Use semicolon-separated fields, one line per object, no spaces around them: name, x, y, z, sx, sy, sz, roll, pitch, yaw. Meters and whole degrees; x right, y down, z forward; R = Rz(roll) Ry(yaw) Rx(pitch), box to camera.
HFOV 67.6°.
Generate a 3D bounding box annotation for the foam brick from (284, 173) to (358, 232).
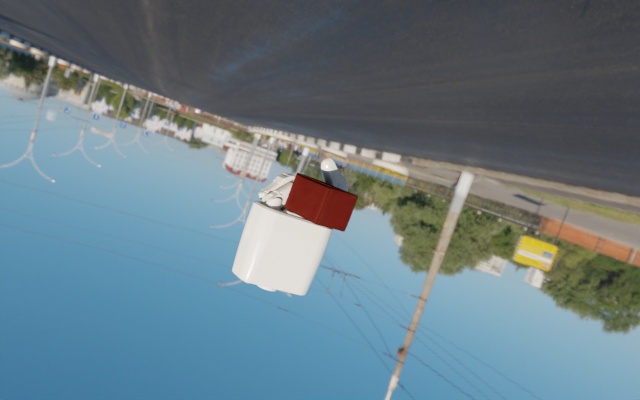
foam brick;0.000;0.002;0.627;0.053;0.051;0.078;18;4;-39
